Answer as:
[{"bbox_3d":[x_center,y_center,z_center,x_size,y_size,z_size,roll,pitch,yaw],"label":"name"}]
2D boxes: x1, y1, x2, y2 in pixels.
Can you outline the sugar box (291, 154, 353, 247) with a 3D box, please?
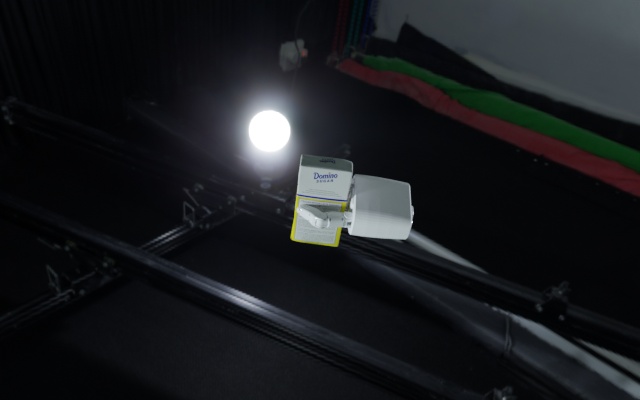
[{"bbox_3d":[0.000,0.003,0.876,0.093,0.176,0.048,8,35,-3],"label":"sugar box"}]
